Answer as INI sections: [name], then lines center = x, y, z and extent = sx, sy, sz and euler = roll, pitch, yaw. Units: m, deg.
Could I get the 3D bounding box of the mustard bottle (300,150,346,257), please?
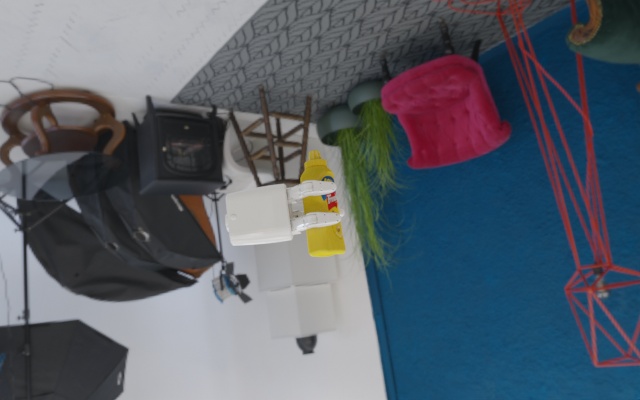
[mustard bottle]
center = 0.001, 0.003, 0.858
extent = 0.058, 0.191, 0.096
euler = -13, -12, 23
